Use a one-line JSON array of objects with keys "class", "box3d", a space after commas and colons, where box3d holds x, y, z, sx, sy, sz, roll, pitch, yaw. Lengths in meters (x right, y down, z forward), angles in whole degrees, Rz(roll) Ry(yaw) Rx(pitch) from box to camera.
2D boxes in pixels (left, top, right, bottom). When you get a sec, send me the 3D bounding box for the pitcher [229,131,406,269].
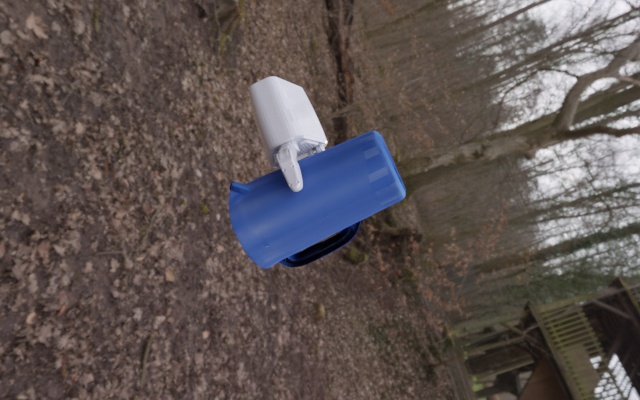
[{"class": "pitcher", "box3d": [0.000, 0.002, 0.709, 0.243, 0.145, 0.149, -24, -11, 11]}]
